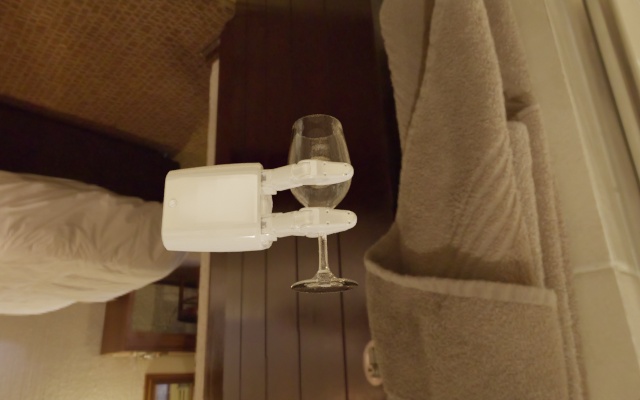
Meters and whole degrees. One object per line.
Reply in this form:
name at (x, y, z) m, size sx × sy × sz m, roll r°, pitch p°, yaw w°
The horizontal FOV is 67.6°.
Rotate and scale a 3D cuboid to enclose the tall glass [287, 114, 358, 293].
tall glass at (0.000, 0.002, 0.558) m, size 0.079 × 0.201 × 0.079 m, roll -2°, pitch -21°, yaw -1°
